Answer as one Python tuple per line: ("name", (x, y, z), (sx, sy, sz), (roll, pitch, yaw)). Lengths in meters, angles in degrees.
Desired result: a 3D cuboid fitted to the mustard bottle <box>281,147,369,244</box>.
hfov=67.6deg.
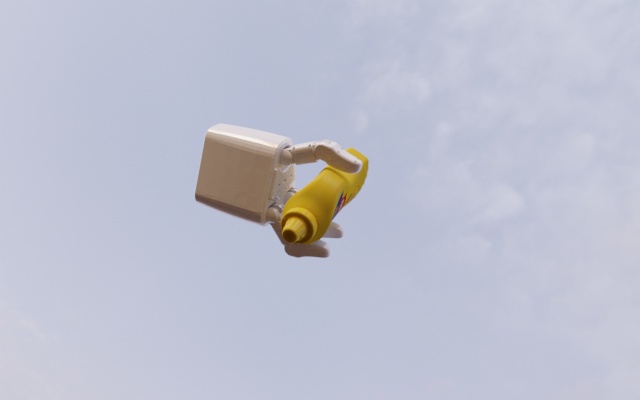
("mustard bottle", (0.000, 0.002, 0.596), (0.058, 0.096, 0.191), (37, 31, 5))
